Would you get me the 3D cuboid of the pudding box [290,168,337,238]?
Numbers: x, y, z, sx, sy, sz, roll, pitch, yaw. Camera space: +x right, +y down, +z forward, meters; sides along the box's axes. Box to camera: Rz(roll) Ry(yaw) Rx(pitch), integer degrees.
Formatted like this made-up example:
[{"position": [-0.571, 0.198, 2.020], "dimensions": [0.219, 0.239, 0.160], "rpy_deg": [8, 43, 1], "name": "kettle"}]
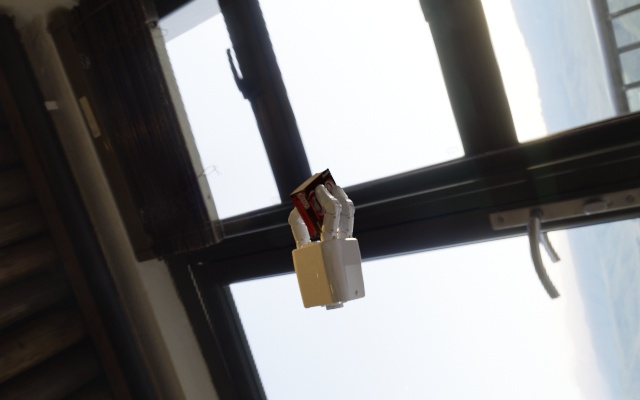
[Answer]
[{"position": [0.000, 0.003, 0.862], "dimensions": [0.039, 0.090, 0.113], "rpy_deg": [-19, 15, 29], "name": "pudding box"}]
